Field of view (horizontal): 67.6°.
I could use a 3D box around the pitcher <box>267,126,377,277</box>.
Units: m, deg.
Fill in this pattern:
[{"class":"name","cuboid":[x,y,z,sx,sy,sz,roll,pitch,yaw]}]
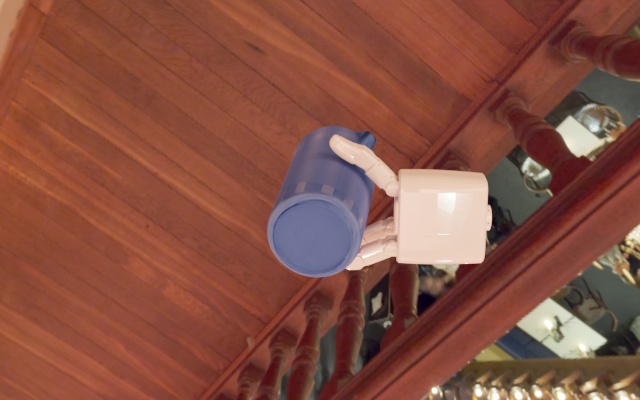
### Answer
[{"class":"pitcher","cuboid":[0.000,0.002,0.638,0.145,0.149,0.242,4,24,7]}]
